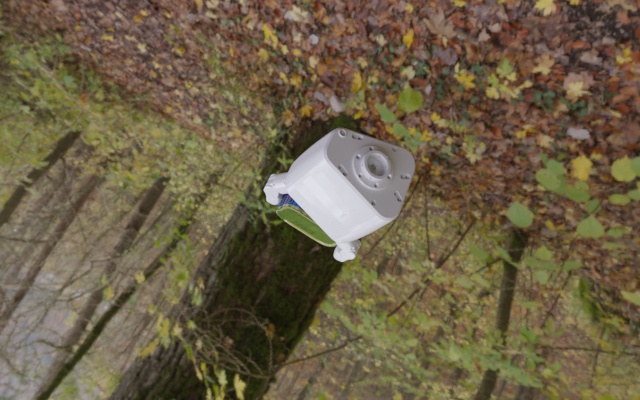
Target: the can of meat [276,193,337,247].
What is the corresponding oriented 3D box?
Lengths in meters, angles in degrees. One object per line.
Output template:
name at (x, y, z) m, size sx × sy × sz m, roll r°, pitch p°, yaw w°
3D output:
can of meat at (0.000, 0.002, 0.644) m, size 0.102 × 0.084 × 0.057 m, roll 33°, pitch -27°, yaw -18°
